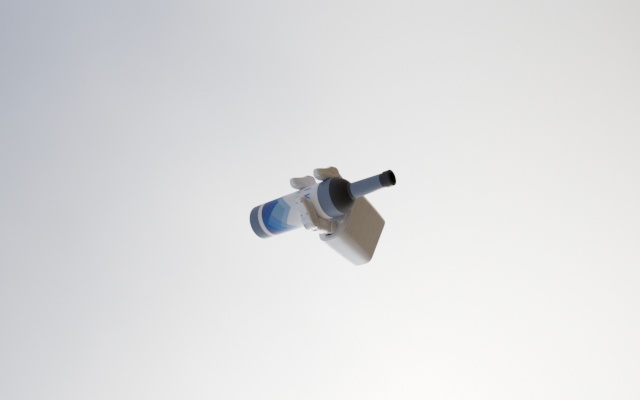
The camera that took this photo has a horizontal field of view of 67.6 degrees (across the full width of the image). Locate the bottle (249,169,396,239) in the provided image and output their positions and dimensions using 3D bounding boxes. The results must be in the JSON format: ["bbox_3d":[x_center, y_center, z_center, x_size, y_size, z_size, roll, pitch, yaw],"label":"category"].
[{"bbox_3d":[0.000,0.003,0.848,0.296,0.069,0.069,-19,-11,34],"label":"bottle"}]
